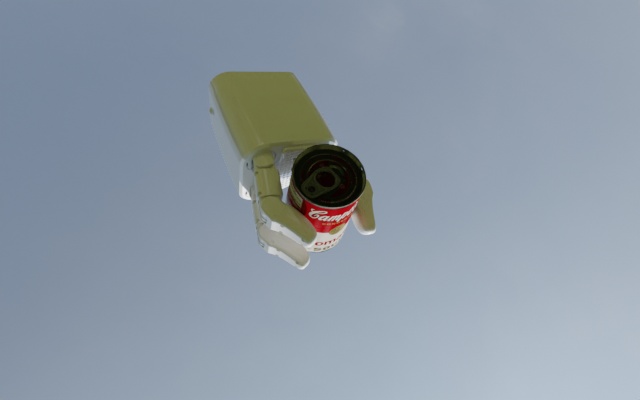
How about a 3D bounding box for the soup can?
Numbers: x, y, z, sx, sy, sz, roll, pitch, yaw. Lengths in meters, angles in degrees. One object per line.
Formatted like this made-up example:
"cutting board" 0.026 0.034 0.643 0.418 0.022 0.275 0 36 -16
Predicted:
"soup can" 0.000 0.002 0.470 0.068 0.068 0.102 0 -29 -10
